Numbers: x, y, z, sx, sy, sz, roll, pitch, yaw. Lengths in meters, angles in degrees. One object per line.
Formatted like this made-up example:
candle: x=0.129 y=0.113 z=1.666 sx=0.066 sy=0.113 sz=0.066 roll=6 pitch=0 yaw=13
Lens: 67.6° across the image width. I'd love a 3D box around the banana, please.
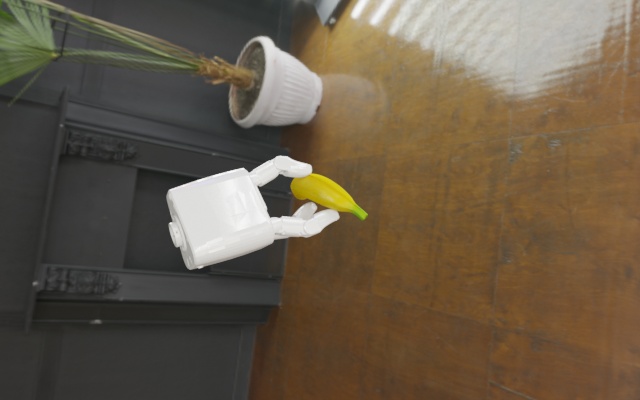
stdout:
banana: x=-0.008 y=-0.011 z=0.713 sx=0.037 sy=0.070 sz=0.197 roll=-40 pitch=26 yaw=-14
